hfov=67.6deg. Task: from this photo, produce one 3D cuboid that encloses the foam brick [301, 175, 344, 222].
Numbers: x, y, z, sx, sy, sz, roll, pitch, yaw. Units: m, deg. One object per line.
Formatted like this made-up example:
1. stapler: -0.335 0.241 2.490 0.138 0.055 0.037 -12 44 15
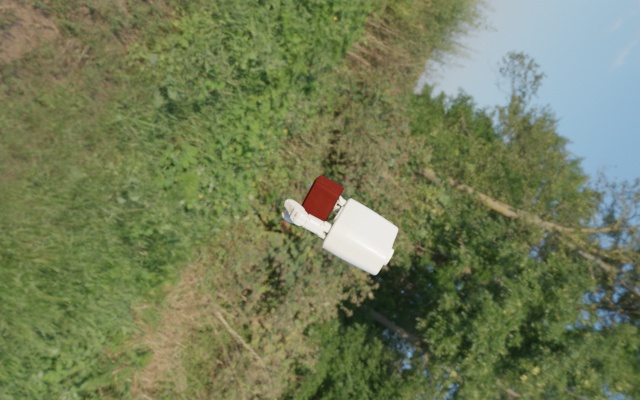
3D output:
1. foam brick: 0.000 0.003 0.847 0.051 0.078 0.053 30 20 4
